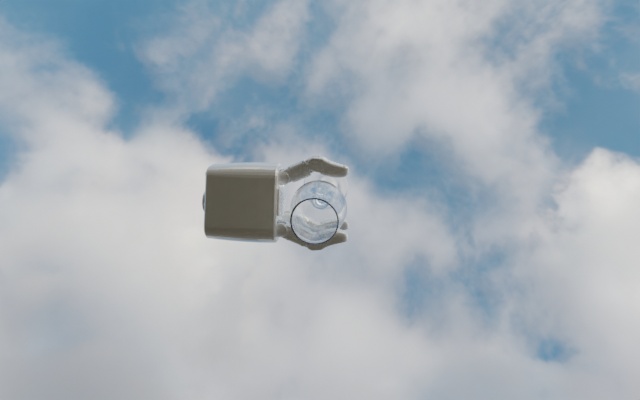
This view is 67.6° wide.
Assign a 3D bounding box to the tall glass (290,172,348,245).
[{"bbox_3d":[0.000,0.002,0.692,0.079,0.079,0.201,0,14,4],"label":"tall glass"}]
